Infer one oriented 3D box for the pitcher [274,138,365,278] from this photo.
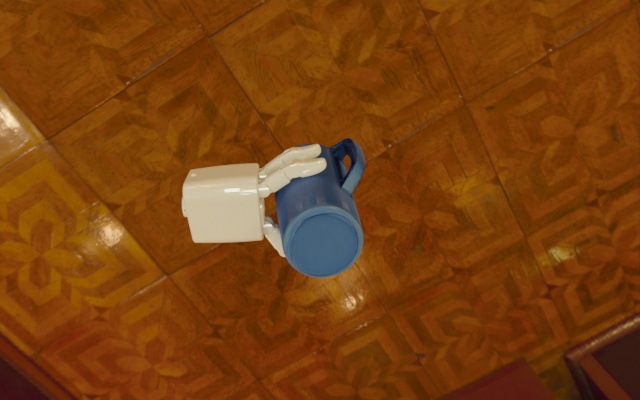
[{"bbox_3d":[0.000,0.002,0.722,0.145,0.149,0.242,-4,24,-5],"label":"pitcher"}]
